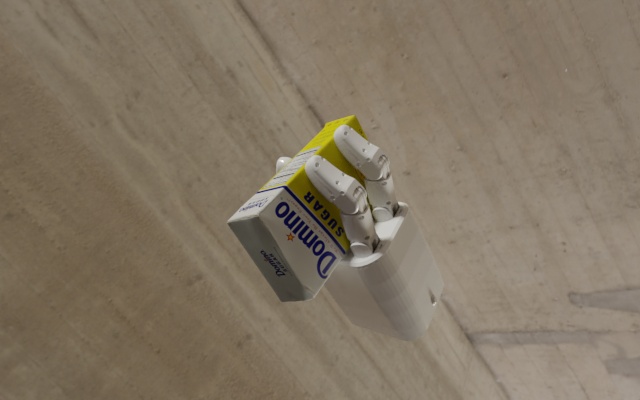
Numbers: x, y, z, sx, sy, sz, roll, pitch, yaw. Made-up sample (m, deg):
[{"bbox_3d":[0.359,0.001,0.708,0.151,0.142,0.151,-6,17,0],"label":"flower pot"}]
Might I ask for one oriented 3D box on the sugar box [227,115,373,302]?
[{"bbox_3d":[0.001,0.001,0.450,0.048,0.093,0.176,-13,27,39],"label":"sugar box"}]
